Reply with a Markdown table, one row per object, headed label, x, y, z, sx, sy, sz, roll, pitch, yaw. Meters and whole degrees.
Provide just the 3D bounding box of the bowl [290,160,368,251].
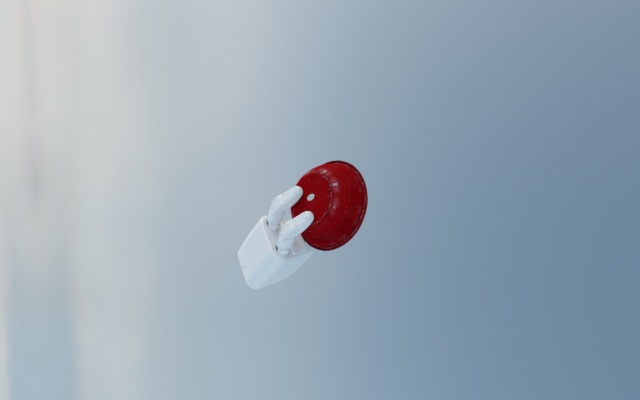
| label | x | y | z | sx | sy | sz | roll | pitch | yaw |
| --- | --- | --- | --- | --- | --- | --- | --- | --- | --- |
| bowl | 0.001 | 0.002 | 0.815 | 0.162 | 0.162 | 0.055 | 0 | -12 | 41 |
